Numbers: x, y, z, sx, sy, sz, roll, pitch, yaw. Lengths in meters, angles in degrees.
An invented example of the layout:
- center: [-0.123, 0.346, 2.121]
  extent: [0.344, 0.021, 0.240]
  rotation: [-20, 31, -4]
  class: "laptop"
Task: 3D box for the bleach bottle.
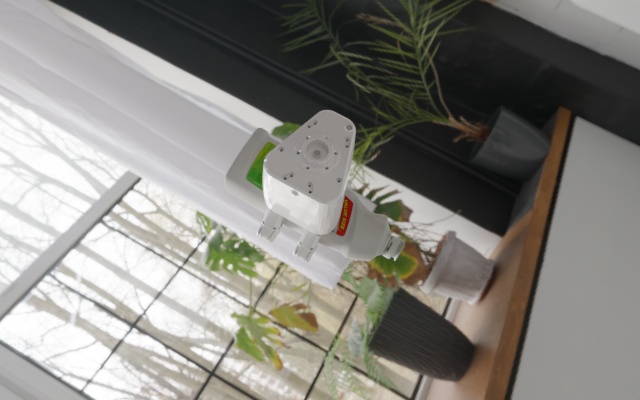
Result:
- center: [0.000, 0.002, 0.652]
  extent: [0.251, 0.102, 0.068]
  rotation: [28, -19, 6]
  class: "bleach bottle"
